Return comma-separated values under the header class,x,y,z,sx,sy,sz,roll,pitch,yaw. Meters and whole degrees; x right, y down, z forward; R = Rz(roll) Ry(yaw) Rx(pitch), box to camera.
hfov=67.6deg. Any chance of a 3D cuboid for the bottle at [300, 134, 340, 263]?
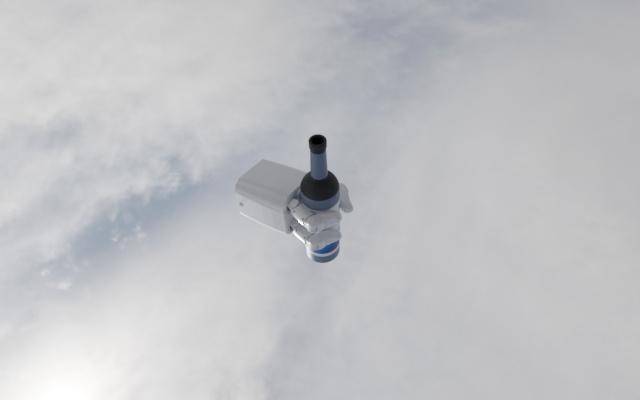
class,x,y,z,sx,sy,sz,roll,pitch,yaw
bottle,0.000,0.003,0.823,0.069,0.069,0.296,0,-39,2
